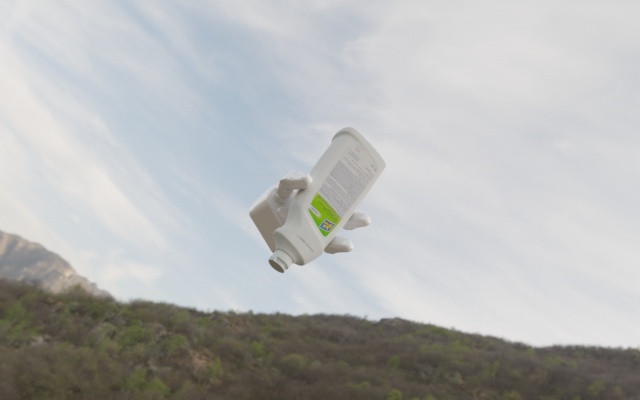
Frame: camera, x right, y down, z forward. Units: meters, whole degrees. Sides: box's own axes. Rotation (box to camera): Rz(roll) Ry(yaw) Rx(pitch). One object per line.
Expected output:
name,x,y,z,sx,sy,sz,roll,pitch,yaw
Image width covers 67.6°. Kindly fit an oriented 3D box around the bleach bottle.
bleach bottle,0.000,0.002,0.735,0.250,0.102,0.068,-51,12,-29
